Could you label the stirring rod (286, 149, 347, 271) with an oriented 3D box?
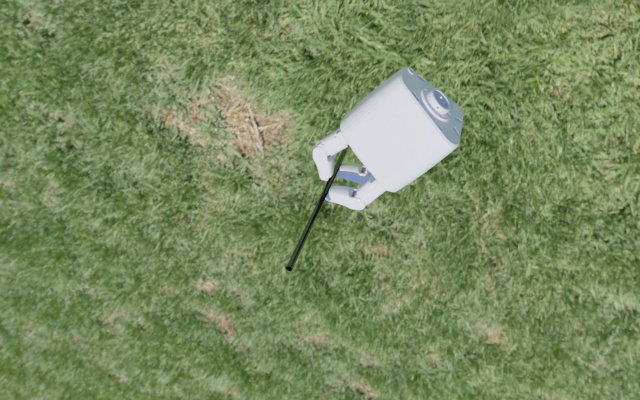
[{"bbox_3d":[0.000,0.002,0.629,0.011,0.011,0.239,0,39,23],"label":"stirring rod"}]
